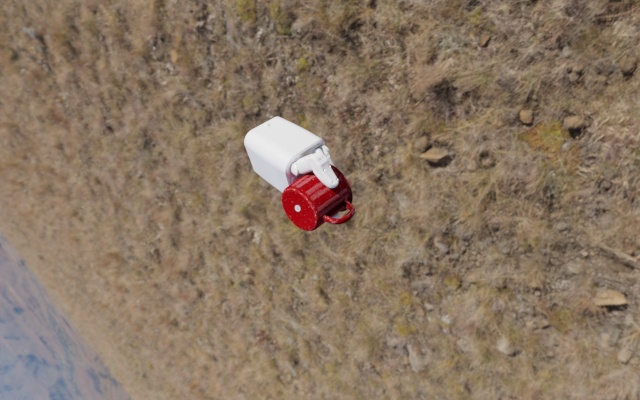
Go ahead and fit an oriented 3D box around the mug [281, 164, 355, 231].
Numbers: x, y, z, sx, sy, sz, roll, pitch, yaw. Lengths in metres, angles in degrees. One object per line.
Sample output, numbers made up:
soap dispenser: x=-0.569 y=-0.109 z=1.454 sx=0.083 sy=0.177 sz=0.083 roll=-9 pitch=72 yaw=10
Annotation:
mug: x=0.001 y=0.003 z=0.767 sx=0.117 sy=0.093 sz=0.081 roll=33 pitch=50 yaw=27
